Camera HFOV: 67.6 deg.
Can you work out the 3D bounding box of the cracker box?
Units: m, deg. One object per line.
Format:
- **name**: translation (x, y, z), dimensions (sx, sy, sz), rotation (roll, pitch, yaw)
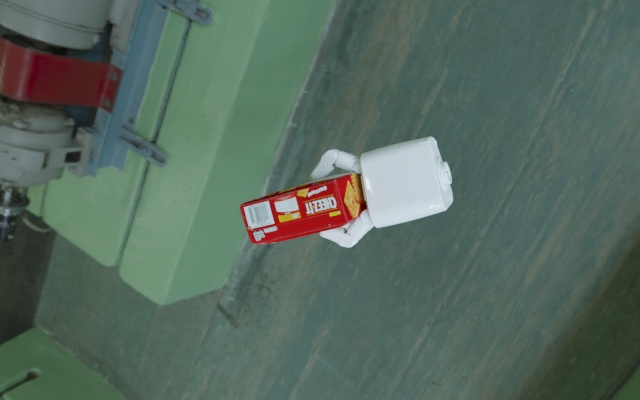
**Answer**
- **cracker box**: translation (0.000, 0.002, 0.766), dimensions (0.164, 0.072, 0.213), rotation (-14, 4, 25)
